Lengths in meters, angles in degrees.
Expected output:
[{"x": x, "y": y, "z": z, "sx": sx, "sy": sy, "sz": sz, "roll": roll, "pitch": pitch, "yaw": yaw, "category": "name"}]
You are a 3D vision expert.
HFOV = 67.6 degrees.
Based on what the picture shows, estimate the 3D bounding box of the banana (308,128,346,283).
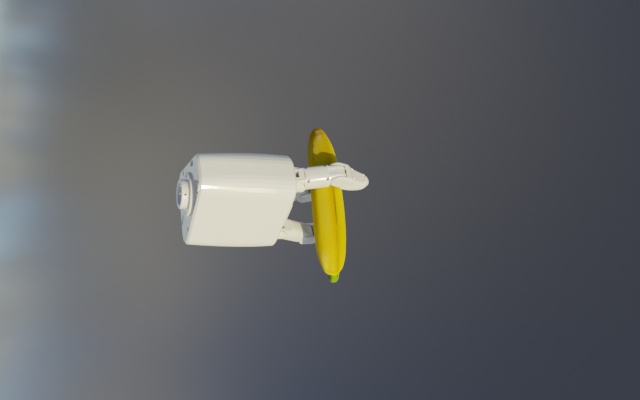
[{"x": 0.005, "y": 0.004, "z": 0.580, "sx": 0.037, "sy": 0.198, "sz": 0.069, "roll": -4, "pitch": -3, "yaw": -14, "category": "banana"}]
